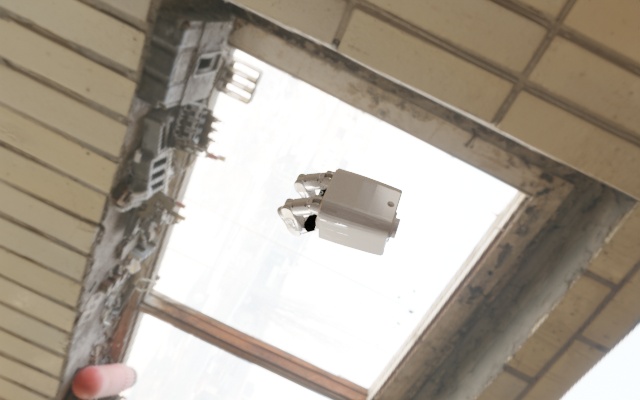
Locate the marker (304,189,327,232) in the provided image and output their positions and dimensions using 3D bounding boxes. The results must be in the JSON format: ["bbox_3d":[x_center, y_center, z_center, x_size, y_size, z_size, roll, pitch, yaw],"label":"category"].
[{"bbox_3d":[0.000,0.003,0.765,0.020,0.121,0.020,14,-40,12],"label":"marker"}]
